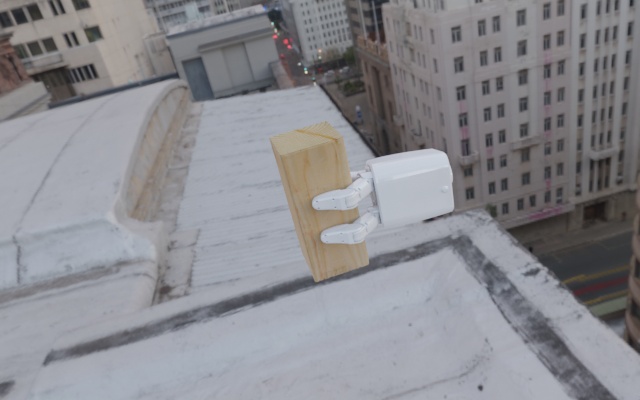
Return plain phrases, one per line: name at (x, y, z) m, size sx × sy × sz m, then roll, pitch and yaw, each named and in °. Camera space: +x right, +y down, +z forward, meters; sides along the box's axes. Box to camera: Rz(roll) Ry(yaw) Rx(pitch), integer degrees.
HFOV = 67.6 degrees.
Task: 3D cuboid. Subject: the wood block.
wood block at (0.000, 0.002, 0.702) m, size 0.090 × 0.206 × 0.090 m, roll -17°, pitch 27°, yaw -7°
